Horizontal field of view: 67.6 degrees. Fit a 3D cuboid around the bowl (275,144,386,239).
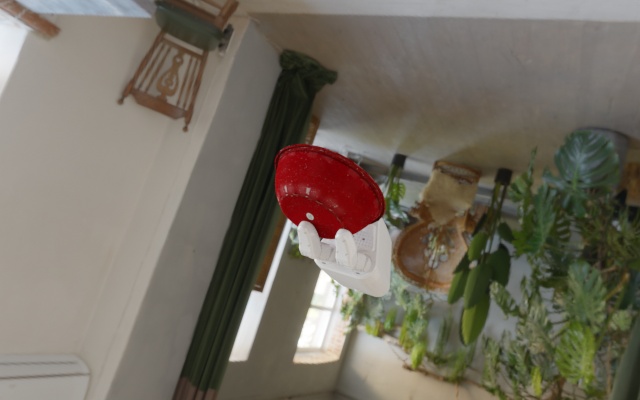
[{"bbox_3d":[-0.001,0.002,0.621,0.162,0.055,0.162,22,-30,14],"label":"bowl"}]
